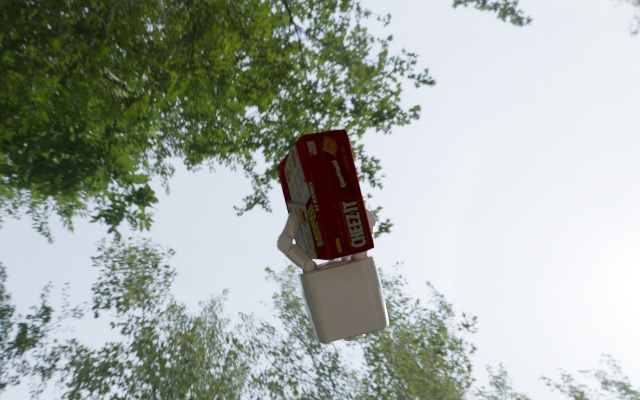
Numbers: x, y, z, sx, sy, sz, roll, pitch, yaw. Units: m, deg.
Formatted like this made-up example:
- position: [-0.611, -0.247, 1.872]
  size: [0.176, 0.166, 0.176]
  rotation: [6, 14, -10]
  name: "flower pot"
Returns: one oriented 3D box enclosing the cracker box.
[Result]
- position: [0.000, 0.002, 0.706]
  size: [0.072, 0.164, 0.214]
  rotation: [-13, -4, -15]
  name: "cracker box"
